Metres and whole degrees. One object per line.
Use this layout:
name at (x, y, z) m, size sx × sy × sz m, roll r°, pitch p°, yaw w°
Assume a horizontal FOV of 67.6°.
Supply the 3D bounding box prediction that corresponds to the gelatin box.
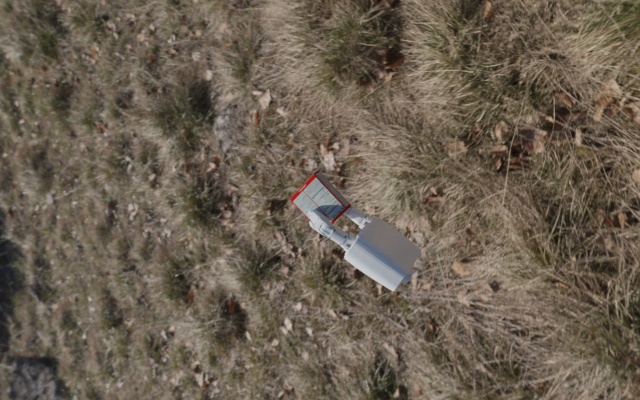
gelatin box at (0.000, 0.003, 0.871) m, size 0.073 × 0.089 × 0.030 m, roll -45°, pitch -3°, yaw 28°
